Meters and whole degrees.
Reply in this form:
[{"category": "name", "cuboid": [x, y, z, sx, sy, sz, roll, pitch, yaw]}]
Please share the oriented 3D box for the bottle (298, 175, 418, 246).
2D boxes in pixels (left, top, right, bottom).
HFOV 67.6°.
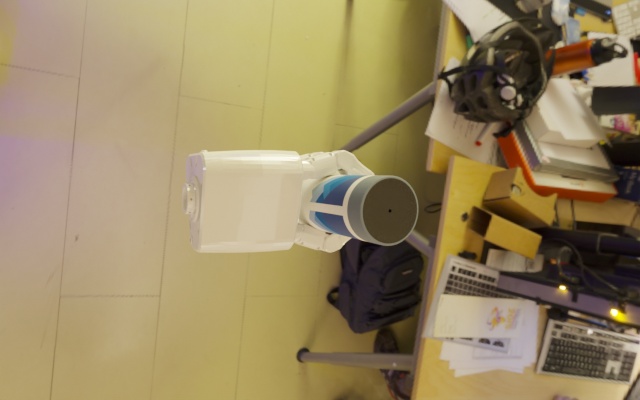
[{"category": "bottle", "cuboid": [0.000, 0.002, 0.579, 0.069, 0.069, 0.295, 0, 3, -27]}]
